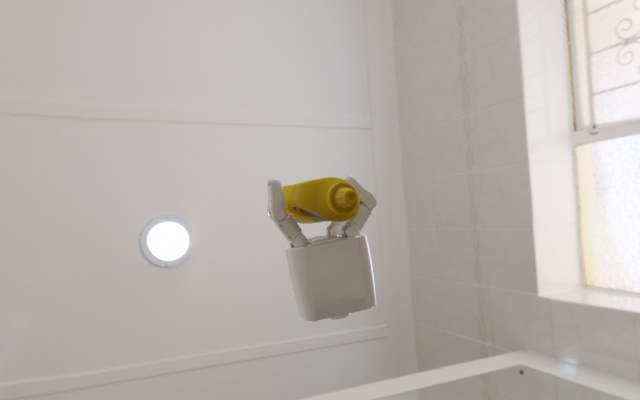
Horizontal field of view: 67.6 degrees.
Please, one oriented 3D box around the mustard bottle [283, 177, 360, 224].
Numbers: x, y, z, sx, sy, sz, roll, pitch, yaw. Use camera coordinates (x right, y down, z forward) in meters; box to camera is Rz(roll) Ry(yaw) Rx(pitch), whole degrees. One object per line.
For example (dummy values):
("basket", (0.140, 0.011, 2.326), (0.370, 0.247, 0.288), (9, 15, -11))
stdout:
("mustard bottle", (0.000, 0.002, 0.672), (0.096, 0.058, 0.191), (16, -9, -21))
